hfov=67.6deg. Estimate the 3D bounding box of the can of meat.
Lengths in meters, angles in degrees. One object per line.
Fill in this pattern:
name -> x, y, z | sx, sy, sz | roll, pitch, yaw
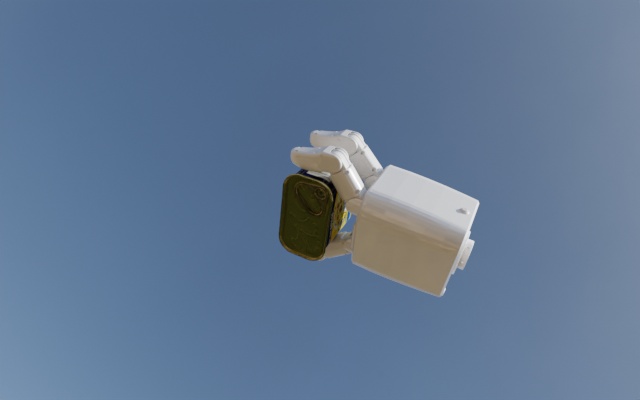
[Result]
can of meat -> 0.000, 0.002, 0.538 | 0.057, 0.102, 0.084 | 19, 34, 18
